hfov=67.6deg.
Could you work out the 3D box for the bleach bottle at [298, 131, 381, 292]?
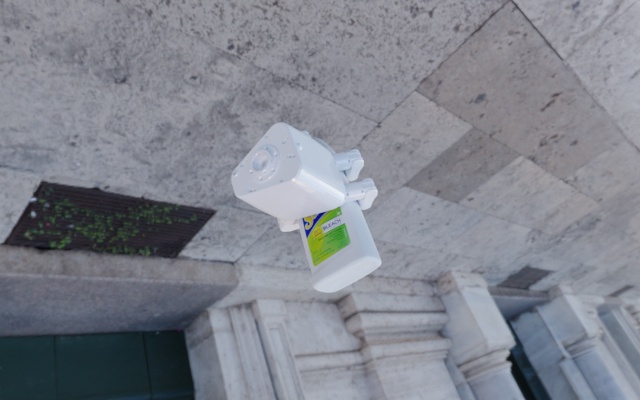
[{"bbox_3d":[0.000,0.002,0.715,0.102,0.250,0.068,-33,-32,20],"label":"bleach bottle"}]
